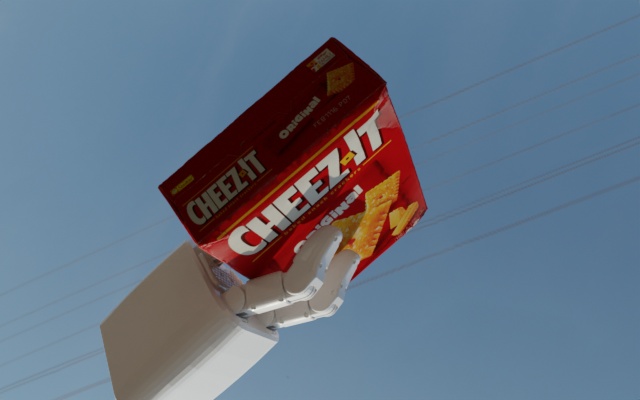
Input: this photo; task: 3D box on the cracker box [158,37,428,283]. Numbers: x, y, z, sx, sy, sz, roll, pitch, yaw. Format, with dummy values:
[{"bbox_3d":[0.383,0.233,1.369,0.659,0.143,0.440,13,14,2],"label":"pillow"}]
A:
[{"bbox_3d":[0.000,0.001,0.405,0.072,0.164,0.214,47,-2,31],"label":"cracker box"}]
